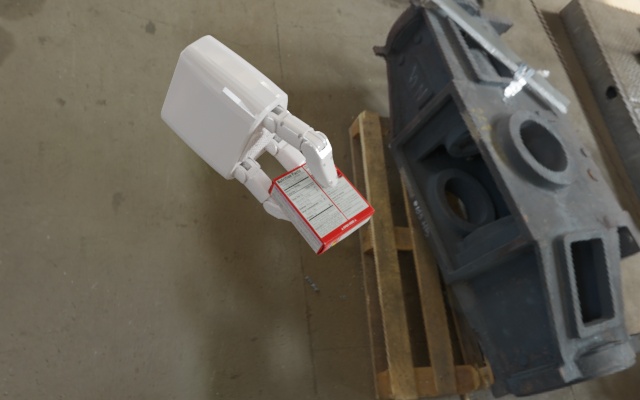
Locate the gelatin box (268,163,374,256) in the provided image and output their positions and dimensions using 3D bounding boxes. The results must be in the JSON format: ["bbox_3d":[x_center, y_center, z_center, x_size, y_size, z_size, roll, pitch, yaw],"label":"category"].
[{"bbox_3d":[0.000,0.002,0.502,0.073,0.089,0.030,-32,-17,-31],"label":"gelatin box"}]
